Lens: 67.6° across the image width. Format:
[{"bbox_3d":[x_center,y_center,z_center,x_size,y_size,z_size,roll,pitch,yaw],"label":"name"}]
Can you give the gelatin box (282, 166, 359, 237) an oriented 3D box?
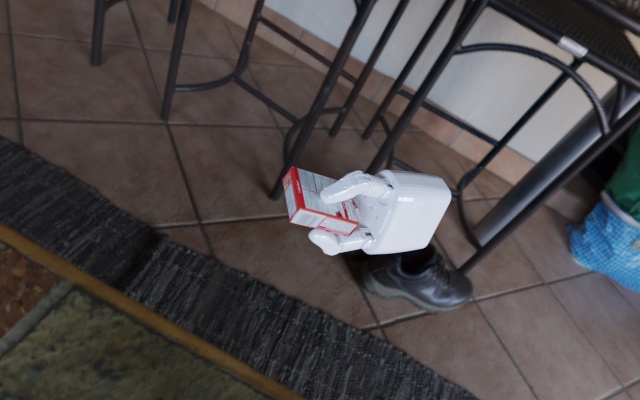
[{"bbox_3d":[0.000,0.002,0.600,0.089,0.073,0.030,16,-49,-29],"label":"gelatin box"}]
